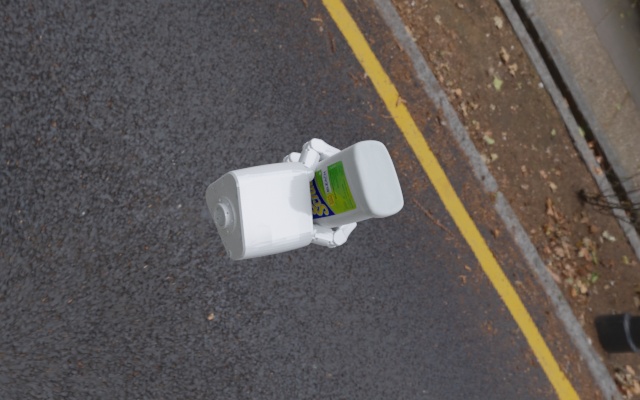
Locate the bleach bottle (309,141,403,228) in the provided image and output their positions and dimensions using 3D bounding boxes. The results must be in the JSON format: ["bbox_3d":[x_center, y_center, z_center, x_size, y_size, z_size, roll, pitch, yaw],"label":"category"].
[{"bbox_3d":[0.000,0.002,0.686,0.068,0.102,0.251,-10,-10,-39],"label":"bleach bottle"}]
